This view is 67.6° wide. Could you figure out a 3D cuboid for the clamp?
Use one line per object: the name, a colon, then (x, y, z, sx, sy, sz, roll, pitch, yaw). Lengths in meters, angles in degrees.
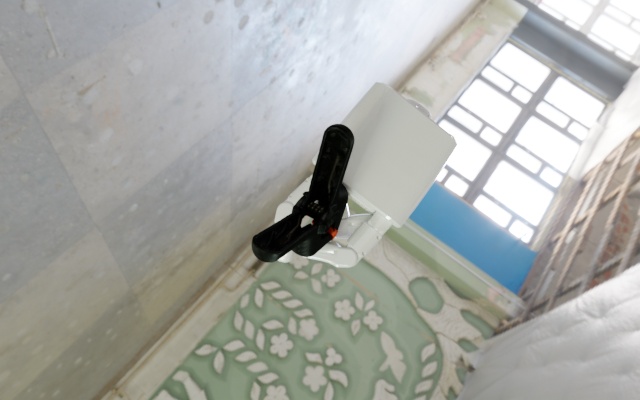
clamp: (0.001, 0.002, 0.425, 0.039, 0.120, 0.171, 37, 1, 11)
